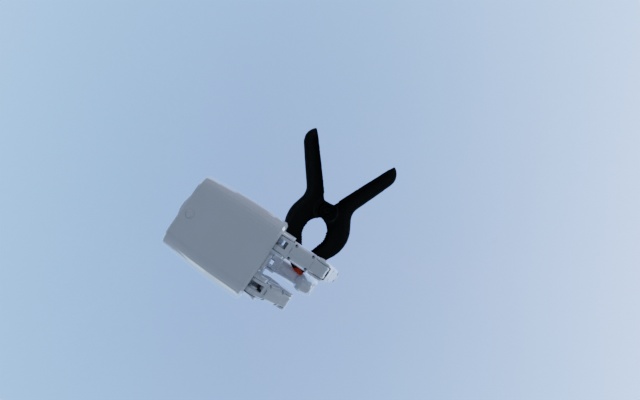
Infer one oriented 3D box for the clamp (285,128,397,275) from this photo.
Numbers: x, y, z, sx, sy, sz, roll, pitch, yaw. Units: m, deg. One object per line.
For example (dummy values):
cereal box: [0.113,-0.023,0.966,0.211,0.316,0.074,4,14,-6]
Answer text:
clamp: [0.000,0.002,0.572,0.120,0.171,0.039,34,-6,1]
